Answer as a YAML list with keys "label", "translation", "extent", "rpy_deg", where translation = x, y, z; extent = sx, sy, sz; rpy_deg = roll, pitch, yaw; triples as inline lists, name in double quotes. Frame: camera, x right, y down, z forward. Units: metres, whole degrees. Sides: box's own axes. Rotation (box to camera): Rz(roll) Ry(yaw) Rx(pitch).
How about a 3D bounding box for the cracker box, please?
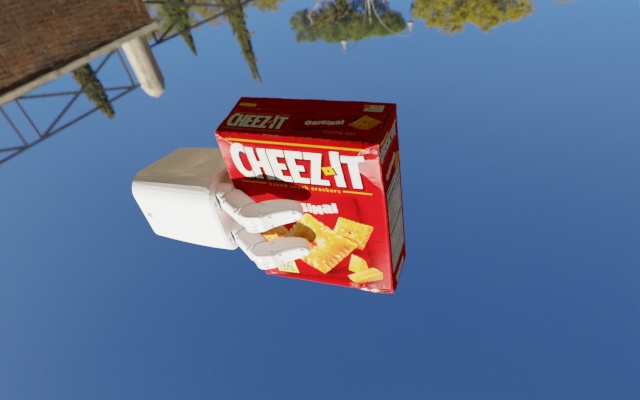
- label: "cracker box"
  translation: [0.000, 0.002, 0.508]
  extent: [0.164, 0.214, 0.072]
  rpy_deg: [6, 46, 20]
